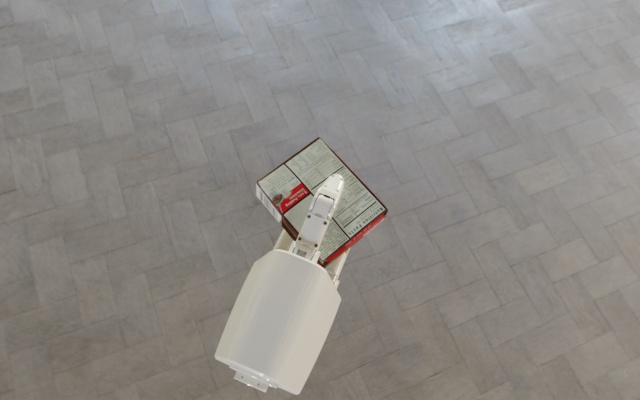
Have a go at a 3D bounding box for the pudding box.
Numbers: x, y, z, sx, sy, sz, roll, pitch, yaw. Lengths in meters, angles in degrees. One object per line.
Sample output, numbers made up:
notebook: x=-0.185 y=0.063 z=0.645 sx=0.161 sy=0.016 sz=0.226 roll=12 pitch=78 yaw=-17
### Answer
pudding box: x=0.000 y=0.002 z=0.498 sx=0.090 sy=0.113 sz=0.039 roll=-37 pitch=-14 yaw=-16
